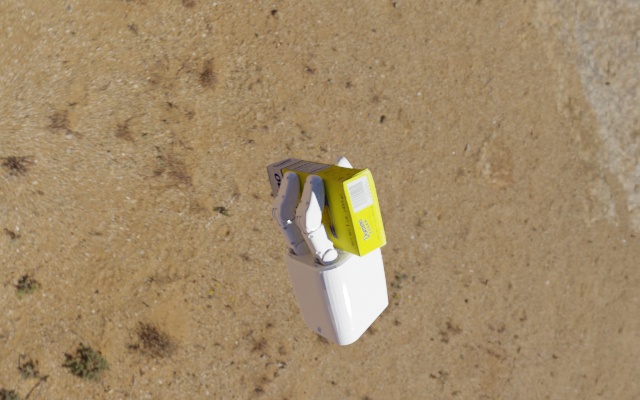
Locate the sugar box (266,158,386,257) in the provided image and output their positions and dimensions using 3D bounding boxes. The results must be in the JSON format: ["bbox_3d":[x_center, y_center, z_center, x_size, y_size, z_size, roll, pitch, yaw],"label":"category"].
[{"bbox_3d":[0.000,0.002,0.586,0.048,0.093,0.176,-25,21,-31],"label":"sugar box"}]
